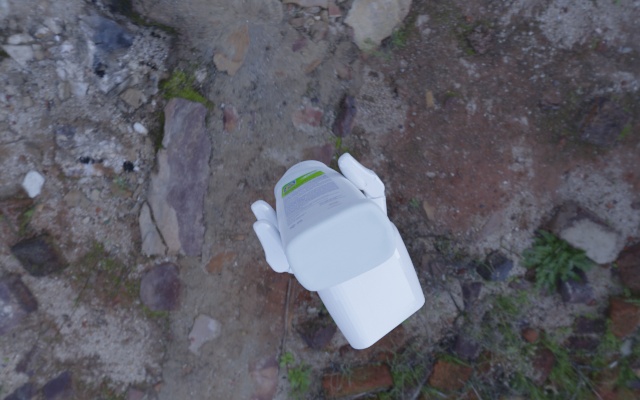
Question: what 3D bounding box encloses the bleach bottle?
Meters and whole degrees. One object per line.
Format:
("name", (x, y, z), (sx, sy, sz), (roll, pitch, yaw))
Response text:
("bleach bottle", (0.000, 0.002, 0.539), (0.102, 0.068, 0.250), (-26, 22, 1))
